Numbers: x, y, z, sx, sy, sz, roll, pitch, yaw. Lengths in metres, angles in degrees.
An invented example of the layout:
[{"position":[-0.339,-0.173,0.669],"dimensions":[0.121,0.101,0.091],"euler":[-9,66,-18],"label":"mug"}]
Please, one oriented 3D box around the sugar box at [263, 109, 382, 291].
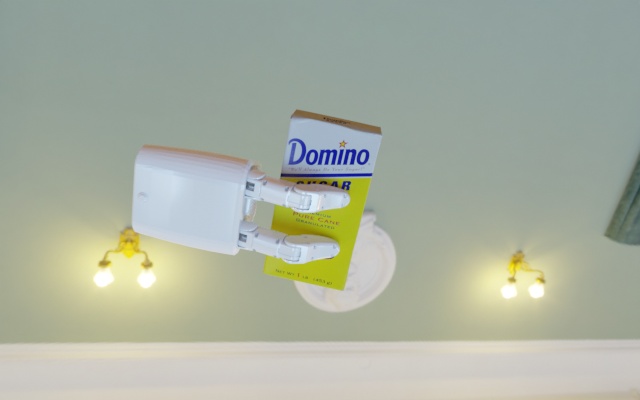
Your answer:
[{"position":[0.000,0.002,0.502],"dimensions":[0.093,0.176,0.048],"euler":[12,22,1],"label":"sugar box"}]
